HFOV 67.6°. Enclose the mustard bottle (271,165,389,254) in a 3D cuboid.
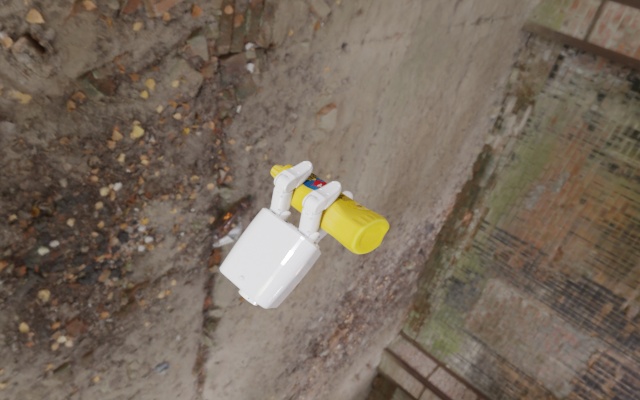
[{"bbox_3d":[0.000,0.002,0.681,0.191,0.058,0.096,34,17,27],"label":"mustard bottle"}]
